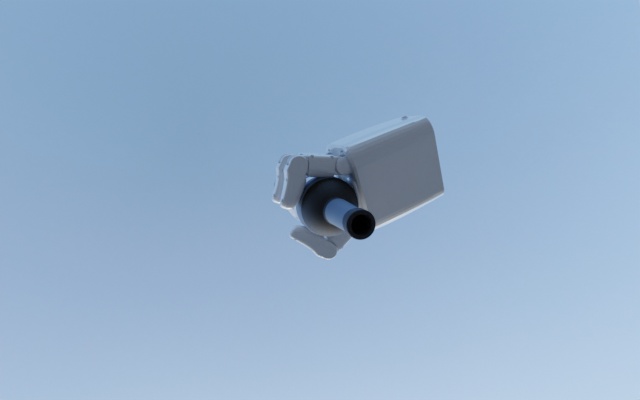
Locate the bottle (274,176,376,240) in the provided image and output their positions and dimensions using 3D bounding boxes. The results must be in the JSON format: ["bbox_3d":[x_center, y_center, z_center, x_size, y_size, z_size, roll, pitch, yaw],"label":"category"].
[{"bbox_3d":[0.000,0.002,0.560,0.069,0.069,0.295,0,8,-14],"label":"bottle"}]
